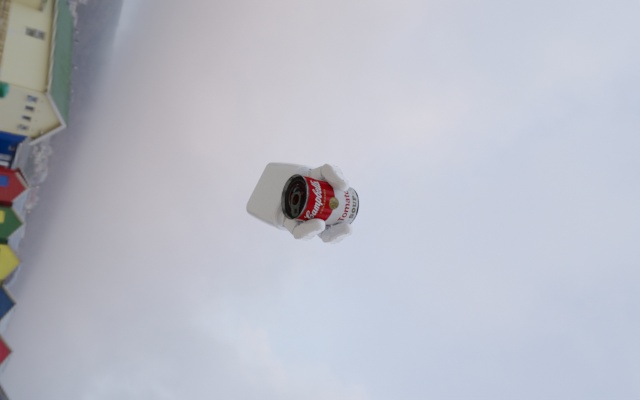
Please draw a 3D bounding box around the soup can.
[{"bbox_3d":[0.001,0.002,0.729,0.102,0.068,0.068,11,-7,-37],"label":"soup can"}]
